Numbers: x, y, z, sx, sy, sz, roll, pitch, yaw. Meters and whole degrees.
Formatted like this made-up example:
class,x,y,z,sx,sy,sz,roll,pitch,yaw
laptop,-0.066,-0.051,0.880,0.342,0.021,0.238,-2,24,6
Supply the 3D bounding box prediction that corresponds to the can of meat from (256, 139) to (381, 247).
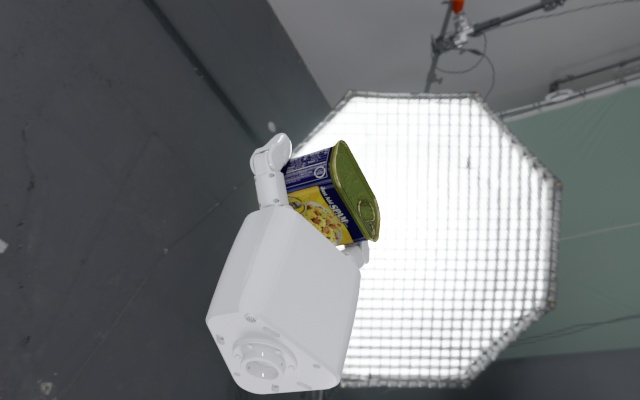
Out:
class,x,y,z,sx,sy,sz,roll,pitch,yaw
can of meat,0.000,0.001,0.456,0.084,0.057,0.102,-15,-51,24
